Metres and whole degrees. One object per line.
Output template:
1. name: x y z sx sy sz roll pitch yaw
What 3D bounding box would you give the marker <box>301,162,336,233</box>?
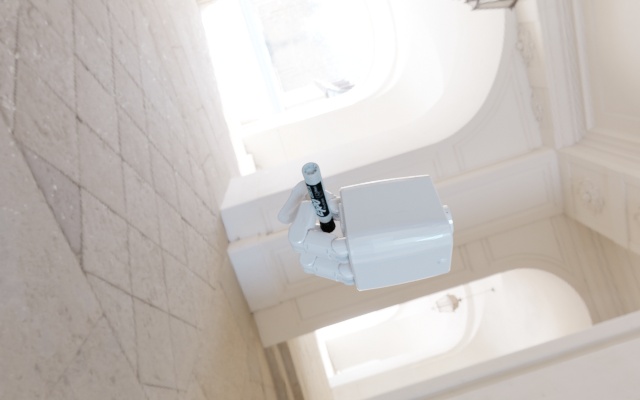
1. marker: 0.000 0.002 0.528 0.020 0.020 0.121 0 -34 12
